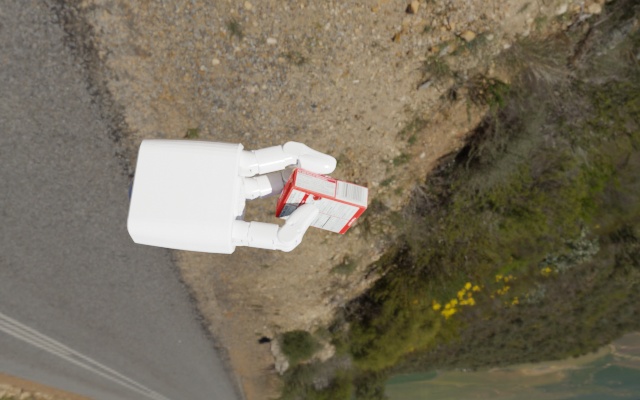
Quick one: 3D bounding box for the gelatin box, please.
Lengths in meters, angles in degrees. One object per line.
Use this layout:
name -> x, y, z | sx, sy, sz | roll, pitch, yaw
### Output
gelatin box -> 0.000, 0.002, 0.545 | 0.089, 0.030, 0.073 | 16, -32, -12
